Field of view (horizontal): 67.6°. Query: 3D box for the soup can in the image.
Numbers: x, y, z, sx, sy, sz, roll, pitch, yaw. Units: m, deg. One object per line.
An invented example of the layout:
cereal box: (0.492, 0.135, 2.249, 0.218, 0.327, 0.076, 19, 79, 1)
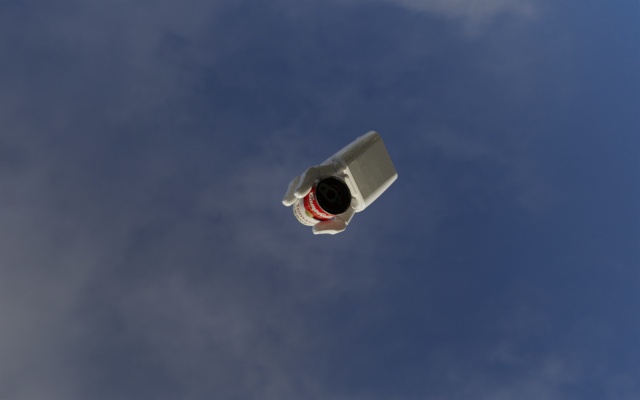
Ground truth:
soup can: (0.000, 0.003, 0.835, 0.068, 0.068, 0.102, 0, -13, -27)
